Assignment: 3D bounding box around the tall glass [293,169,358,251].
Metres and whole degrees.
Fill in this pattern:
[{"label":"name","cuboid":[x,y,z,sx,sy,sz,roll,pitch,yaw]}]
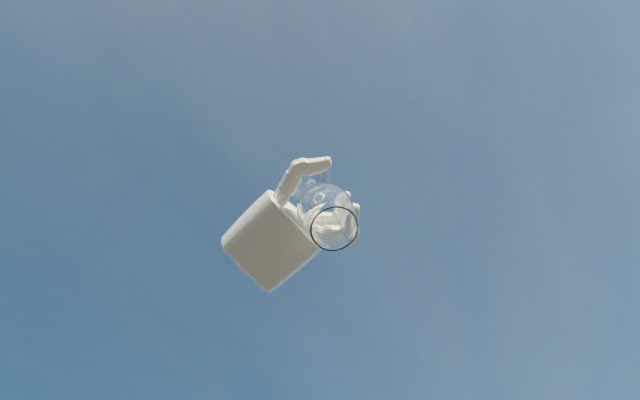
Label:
[{"label":"tall glass","cuboid":[0.000,0.002,0.690,0.079,0.079,0.201,0,20,-11]}]
